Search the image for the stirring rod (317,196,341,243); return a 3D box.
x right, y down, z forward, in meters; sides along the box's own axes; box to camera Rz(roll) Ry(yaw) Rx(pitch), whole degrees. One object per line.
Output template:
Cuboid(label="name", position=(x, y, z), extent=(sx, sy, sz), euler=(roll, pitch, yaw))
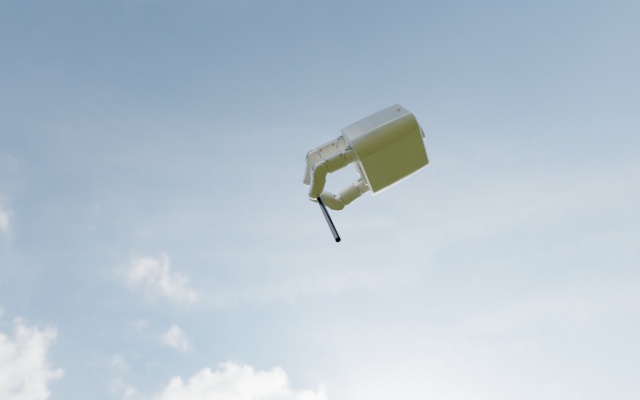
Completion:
Cuboid(label="stirring rod", position=(0.000, 0.002, 0.724), extent=(0.011, 0.011, 0.239), euler=(0, 24, -12))
